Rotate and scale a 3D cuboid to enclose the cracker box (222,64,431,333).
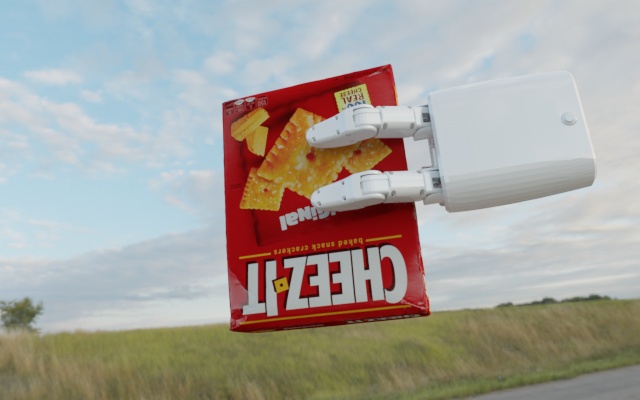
[{"bbox_3d":[0.000,0.001,0.425,0.164,0.213,0.072,-9,-17,12],"label":"cracker box"}]
